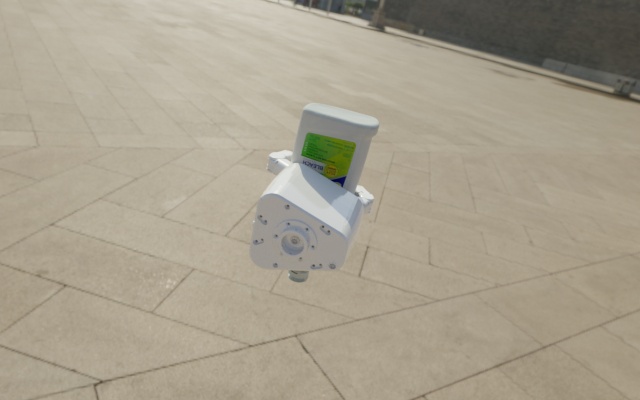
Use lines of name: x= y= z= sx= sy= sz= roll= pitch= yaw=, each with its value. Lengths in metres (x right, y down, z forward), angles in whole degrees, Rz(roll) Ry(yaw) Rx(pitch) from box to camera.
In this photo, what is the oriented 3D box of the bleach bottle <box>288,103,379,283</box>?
bleach bottle: x=0.000 y=0.002 z=0.651 sx=0.102 sy=0.251 sz=0.068 roll=16 pitch=23 yaw=8
